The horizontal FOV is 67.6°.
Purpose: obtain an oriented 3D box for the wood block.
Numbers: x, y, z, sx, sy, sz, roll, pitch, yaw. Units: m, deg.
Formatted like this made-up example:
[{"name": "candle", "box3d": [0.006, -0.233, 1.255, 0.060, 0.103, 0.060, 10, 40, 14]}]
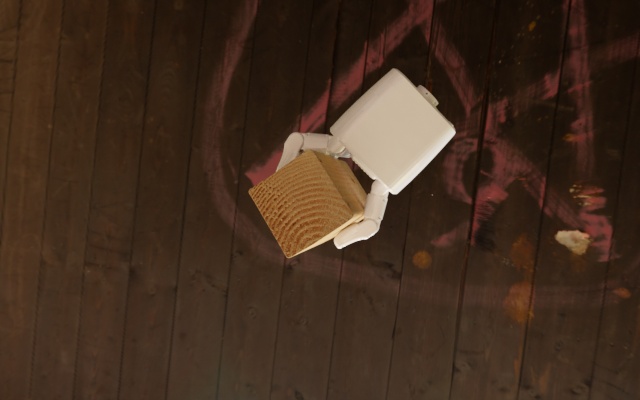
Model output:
[{"name": "wood block", "box3d": [0.001, 0.002, 0.616, 0.090, 0.091, 0.206, -33, -7, 12]}]
